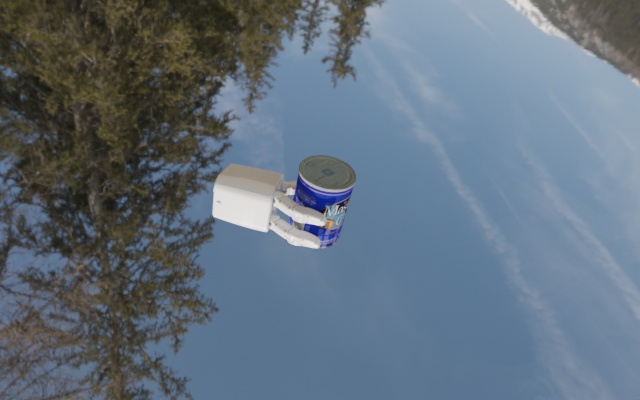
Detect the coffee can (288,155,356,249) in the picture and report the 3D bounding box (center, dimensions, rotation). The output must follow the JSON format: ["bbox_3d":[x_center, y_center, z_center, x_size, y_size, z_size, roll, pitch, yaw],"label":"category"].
[{"bbox_3d":[0.000,0.003,0.876,0.103,0.140,0.102,9,38,-7],"label":"coffee can"}]
